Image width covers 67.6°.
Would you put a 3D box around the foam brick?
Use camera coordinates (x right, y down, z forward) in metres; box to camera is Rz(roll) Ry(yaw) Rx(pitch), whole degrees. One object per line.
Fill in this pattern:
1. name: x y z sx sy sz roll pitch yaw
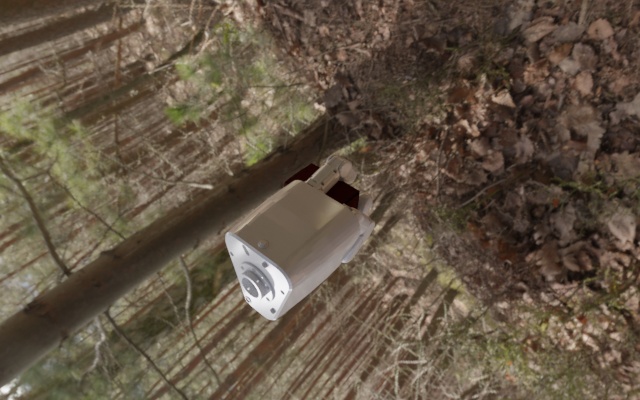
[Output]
1. foam brick: 0.000 0.002 0.572 0.078 0.053 0.051 32 50 27
